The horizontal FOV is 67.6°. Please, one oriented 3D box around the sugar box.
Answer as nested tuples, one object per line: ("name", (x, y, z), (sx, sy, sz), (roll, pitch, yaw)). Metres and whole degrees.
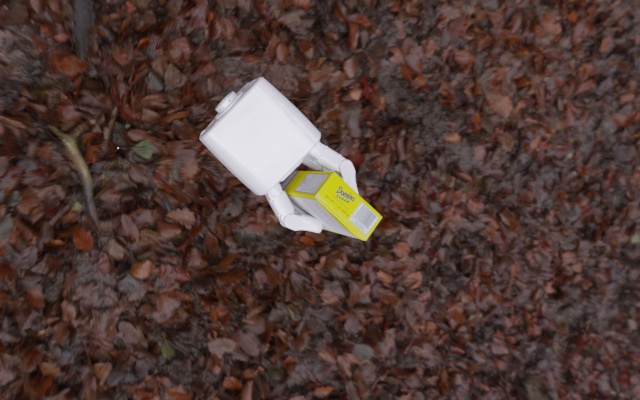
("sugar box", (0.000, 0.002, 0.655), (0.093, 0.048, 0.176), (43, -11, -22))
